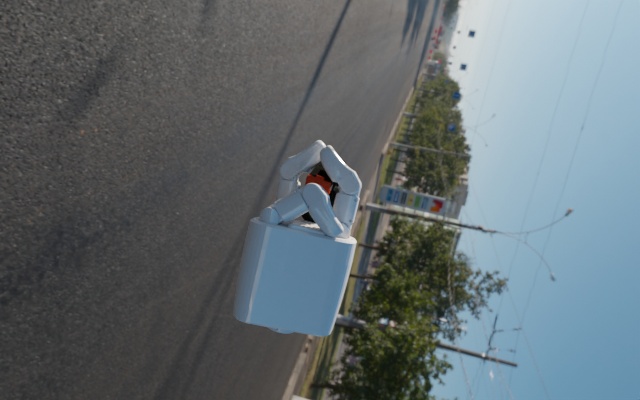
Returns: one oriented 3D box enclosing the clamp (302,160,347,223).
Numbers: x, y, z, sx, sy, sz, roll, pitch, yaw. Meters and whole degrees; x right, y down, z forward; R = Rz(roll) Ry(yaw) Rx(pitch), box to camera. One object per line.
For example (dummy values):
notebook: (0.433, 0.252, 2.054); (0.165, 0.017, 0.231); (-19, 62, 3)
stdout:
clamp: (0.001, 0.002, 0.590); (0.039, 0.120, 0.171); (13, 3, 9)
